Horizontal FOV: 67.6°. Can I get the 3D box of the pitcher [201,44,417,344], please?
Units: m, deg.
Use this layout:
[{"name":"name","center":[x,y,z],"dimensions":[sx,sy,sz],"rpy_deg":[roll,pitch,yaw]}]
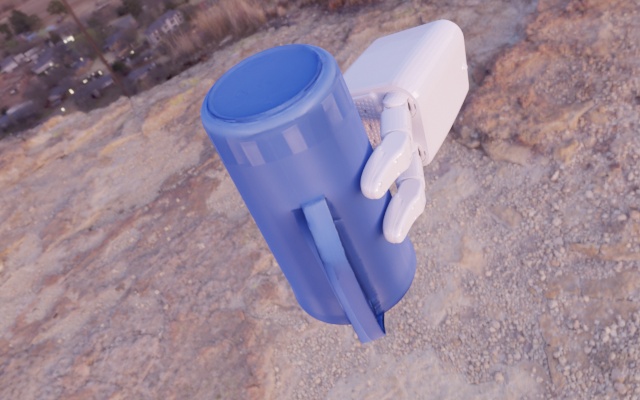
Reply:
[{"name":"pitcher","center":[0.000,0.001,0.414],"dimensions":[0.149,0.145,0.243],"rpy_deg":[16,-34,36]}]
